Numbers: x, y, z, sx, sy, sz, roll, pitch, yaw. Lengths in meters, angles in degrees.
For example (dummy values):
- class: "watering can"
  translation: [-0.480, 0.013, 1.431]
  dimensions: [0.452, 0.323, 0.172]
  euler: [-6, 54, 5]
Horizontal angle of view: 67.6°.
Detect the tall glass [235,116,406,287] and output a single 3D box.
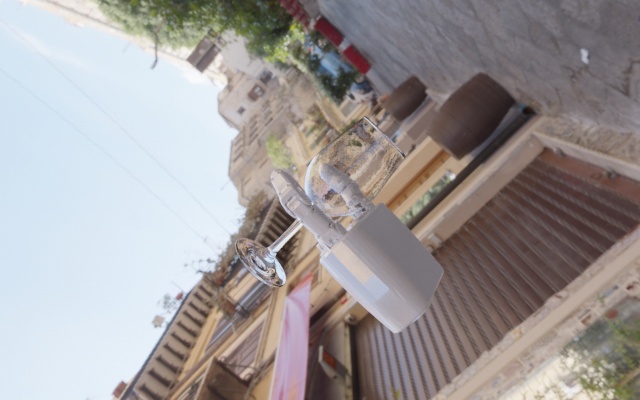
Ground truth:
- class: "tall glass"
  translation: [-0.001, 0.002, 0.522]
  dimensions: [0.201, 0.079, 0.079]
  euler: [-46, -13, 13]
